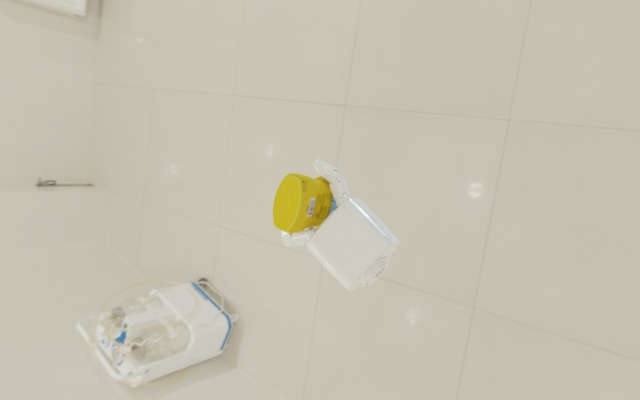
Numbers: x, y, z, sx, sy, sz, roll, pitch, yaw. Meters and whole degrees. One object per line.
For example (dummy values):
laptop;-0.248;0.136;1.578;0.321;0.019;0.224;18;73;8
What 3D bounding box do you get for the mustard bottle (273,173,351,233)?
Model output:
mustard bottle;0.000;0.003;0.840;0.058;0.096;0.191;20;13;34
